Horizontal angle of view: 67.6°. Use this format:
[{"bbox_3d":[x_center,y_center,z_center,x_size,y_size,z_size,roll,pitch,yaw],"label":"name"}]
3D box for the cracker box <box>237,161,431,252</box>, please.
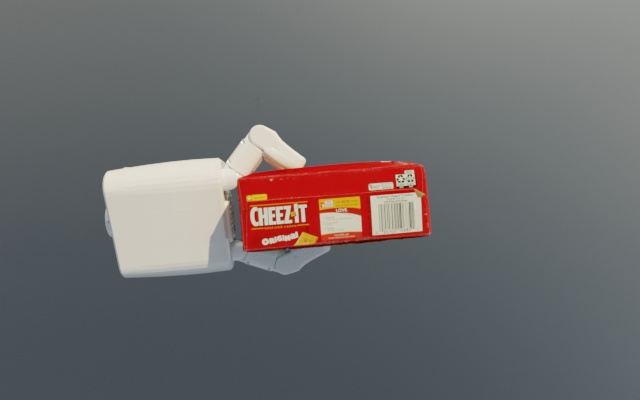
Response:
[{"bbox_3d":[0.000,0.002,0.504,0.164,0.072,0.213,-5,3,-7],"label":"cracker box"}]
